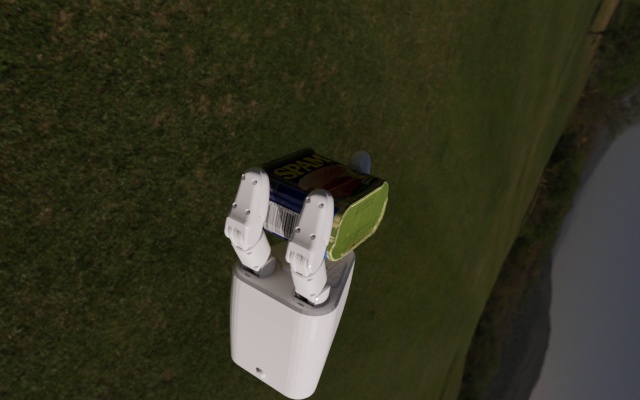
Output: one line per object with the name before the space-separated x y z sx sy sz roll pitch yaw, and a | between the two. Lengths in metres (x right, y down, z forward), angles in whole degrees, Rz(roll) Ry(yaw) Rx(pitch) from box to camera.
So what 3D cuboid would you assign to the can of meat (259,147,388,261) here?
can of meat | 0.000 0.001 0.403 0.084 0.057 0.102 23 28 24
